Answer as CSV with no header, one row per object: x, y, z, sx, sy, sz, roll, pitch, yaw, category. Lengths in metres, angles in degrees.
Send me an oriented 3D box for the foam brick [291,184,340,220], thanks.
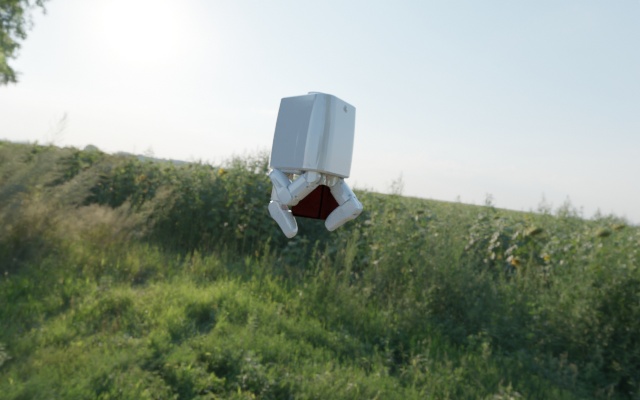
0.000,0.002,0.719,0.053,0.051,0.078,6,-1,31,foam brick
